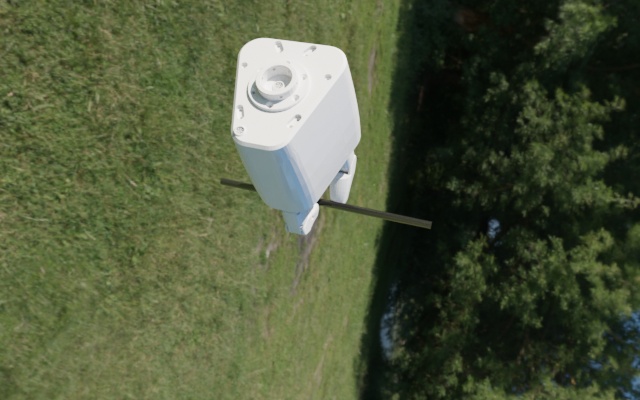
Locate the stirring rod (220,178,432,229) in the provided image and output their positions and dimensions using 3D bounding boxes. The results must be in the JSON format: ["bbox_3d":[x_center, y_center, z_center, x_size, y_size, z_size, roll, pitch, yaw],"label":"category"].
[{"bbox_3d":[0.000,0.002,0.522,0.239,0.011,0.011,12,3,14],"label":"stirring rod"}]
